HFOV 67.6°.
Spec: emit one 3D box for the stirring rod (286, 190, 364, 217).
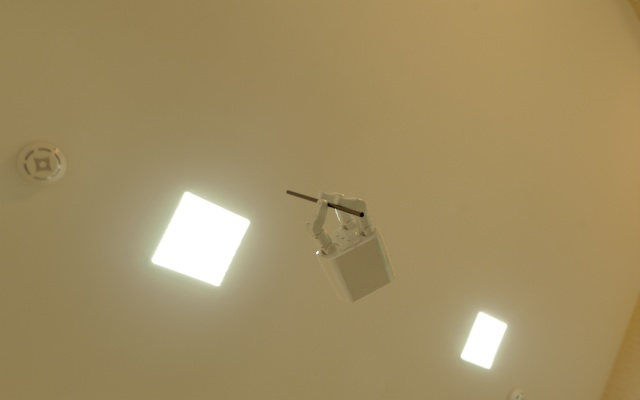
[{"bbox_3d":[0.000,0.003,0.830,0.011,0.011,0.239,0,9,-32],"label":"stirring rod"}]
